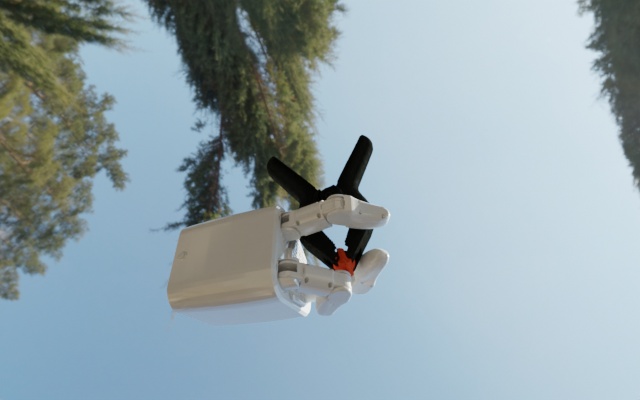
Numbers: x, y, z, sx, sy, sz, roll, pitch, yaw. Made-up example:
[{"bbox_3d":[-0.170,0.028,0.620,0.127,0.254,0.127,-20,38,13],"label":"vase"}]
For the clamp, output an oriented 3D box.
[{"bbox_3d":[0.000,0.002,0.494,0.120,0.171,0.039,-11,-43,12],"label":"clamp"}]
